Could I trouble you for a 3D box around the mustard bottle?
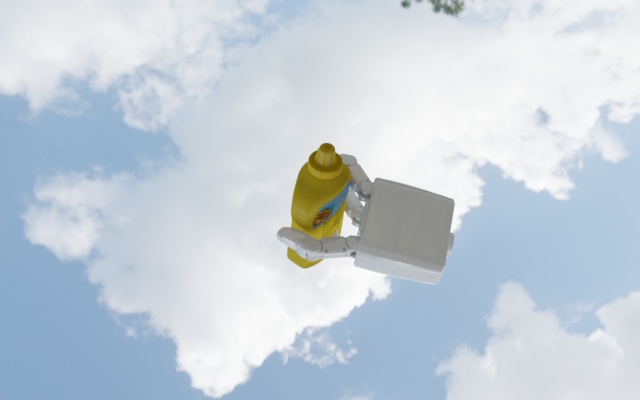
[{"bbox_3d":[0.000,0.002,0.613,0.058,0.192,0.096,33,54,20],"label":"mustard bottle"}]
